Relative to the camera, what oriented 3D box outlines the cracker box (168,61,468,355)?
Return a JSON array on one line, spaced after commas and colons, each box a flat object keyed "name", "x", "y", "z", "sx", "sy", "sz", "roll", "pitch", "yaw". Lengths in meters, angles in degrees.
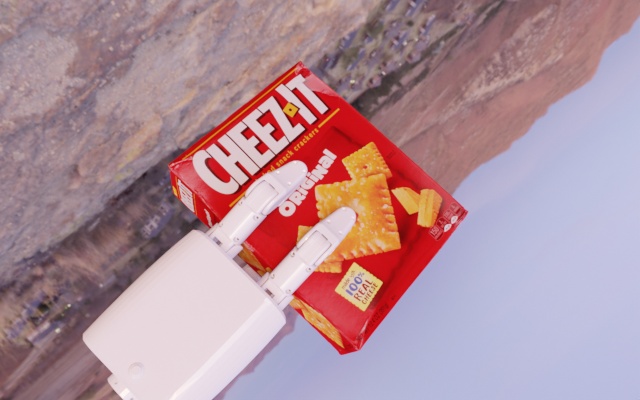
[{"name": "cracker box", "x": 0.000, "y": 0.002, "z": 0.428, "sx": 0.164, "sy": 0.213, "sz": 0.072, "roll": -44, "pitch": -6, "yaw": -23}]
